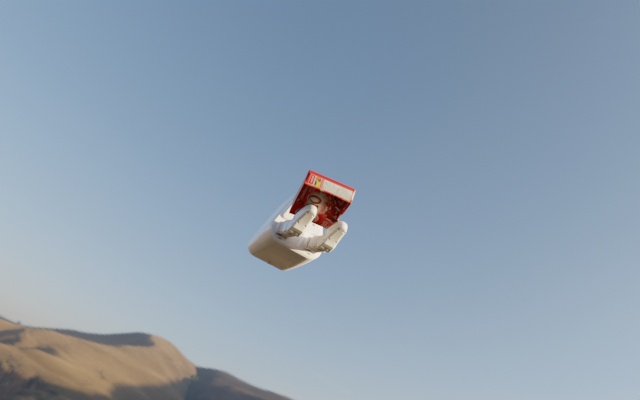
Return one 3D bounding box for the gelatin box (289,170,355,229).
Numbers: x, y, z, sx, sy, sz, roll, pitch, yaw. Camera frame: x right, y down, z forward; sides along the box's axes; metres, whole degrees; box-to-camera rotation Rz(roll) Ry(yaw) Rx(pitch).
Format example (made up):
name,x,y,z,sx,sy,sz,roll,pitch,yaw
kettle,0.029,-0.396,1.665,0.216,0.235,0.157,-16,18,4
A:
name,x,y,z,sx,sy,sz,roll,pitch,yaw
gelatin box,0.000,0.002,0.705,0.073,0.030,0.089,23,-36,-7
